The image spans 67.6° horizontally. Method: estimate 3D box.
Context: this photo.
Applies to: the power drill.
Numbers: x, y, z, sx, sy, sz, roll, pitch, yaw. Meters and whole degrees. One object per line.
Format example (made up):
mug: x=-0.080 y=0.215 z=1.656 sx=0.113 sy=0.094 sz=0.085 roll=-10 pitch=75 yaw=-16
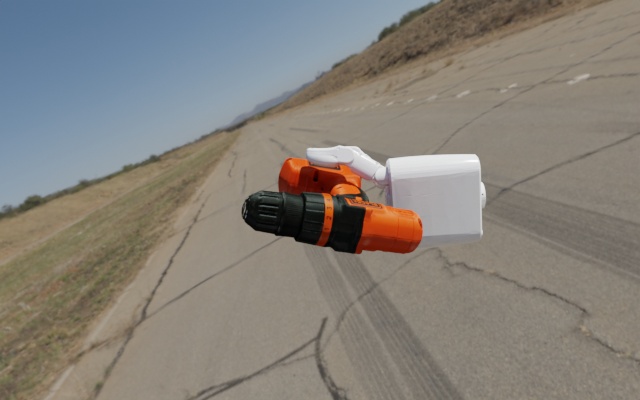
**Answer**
power drill: x=0.000 y=0.002 z=0.537 sx=0.184 sy=0.057 sz=0.187 roll=11 pitch=16 yaw=-15
